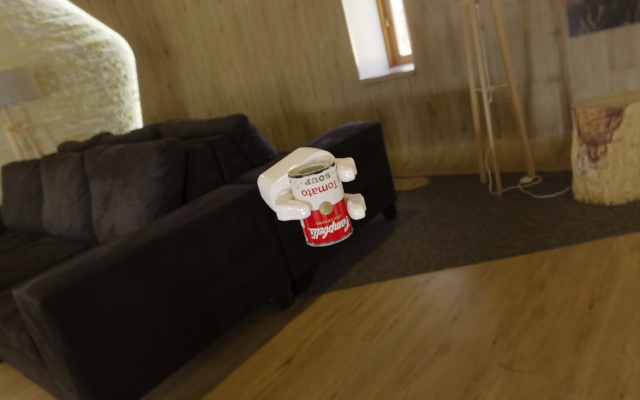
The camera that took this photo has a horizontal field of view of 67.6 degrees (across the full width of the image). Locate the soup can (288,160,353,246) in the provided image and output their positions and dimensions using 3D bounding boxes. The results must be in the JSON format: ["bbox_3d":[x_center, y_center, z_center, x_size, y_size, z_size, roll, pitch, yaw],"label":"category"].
[{"bbox_3d":[0.000,0.002,0.653,0.068,0.102,0.068,-14,17,4],"label":"soup can"}]
